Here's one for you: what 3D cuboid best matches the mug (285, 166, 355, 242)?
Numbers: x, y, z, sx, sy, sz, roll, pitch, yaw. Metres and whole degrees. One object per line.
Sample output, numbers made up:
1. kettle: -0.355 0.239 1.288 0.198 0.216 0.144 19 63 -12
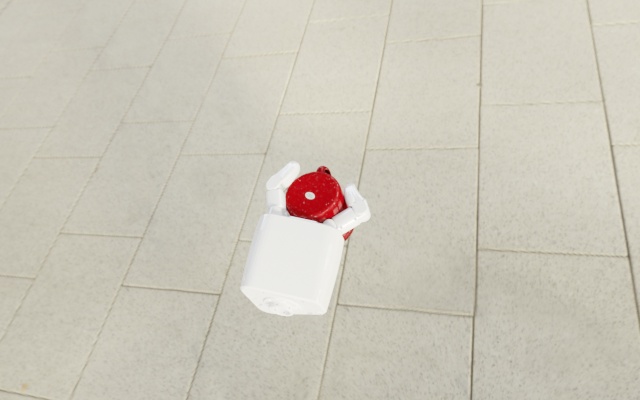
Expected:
1. mug: 0.000 0.001 0.695 0.093 0.117 0.082 2 -32 18
